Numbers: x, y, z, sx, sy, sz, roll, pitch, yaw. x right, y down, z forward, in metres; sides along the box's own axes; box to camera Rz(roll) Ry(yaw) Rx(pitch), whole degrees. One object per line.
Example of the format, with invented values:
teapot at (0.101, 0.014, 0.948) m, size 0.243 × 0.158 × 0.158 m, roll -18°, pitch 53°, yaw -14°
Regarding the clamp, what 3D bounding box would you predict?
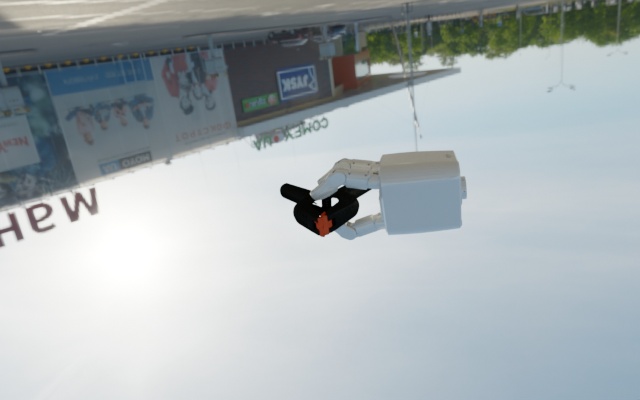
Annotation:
clamp at (0.000, 0.003, 0.713) m, size 0.164 × 0.036 × 0.210 m, roll -6°, pitch 18°, yaw 12°
